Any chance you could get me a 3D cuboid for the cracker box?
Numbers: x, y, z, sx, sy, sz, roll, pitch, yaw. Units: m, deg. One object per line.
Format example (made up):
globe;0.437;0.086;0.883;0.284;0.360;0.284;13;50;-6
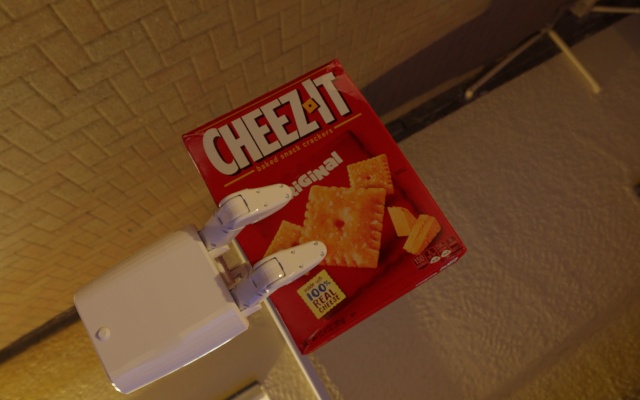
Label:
cracker box;0.000;0.002;0.428;0.164;0.213;0.072;-29;-13;-11
